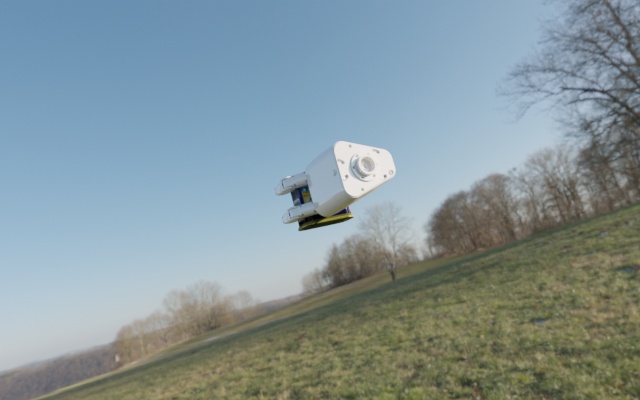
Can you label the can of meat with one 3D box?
[{"bbox_3d":[0.000,0.003,0.866,0.102,0.084,0.057,-11,-11,-23],"label":"can of meat"}]
